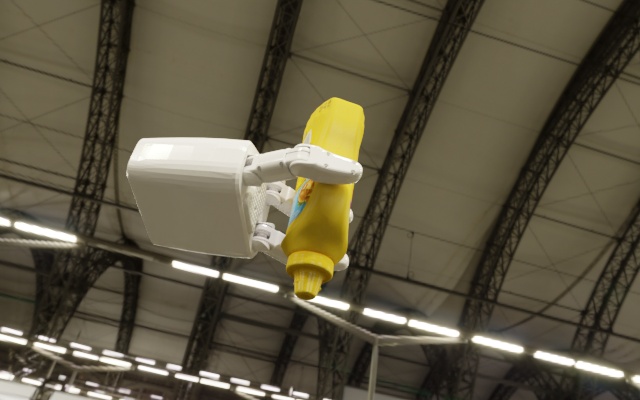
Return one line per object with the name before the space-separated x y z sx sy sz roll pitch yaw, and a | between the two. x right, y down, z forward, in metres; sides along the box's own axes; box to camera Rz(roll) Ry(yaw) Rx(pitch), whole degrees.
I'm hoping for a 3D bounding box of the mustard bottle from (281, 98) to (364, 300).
mustard bottle | 0.000 0.001 0.452 0.058 0.191 0.096 18 -34 -11
